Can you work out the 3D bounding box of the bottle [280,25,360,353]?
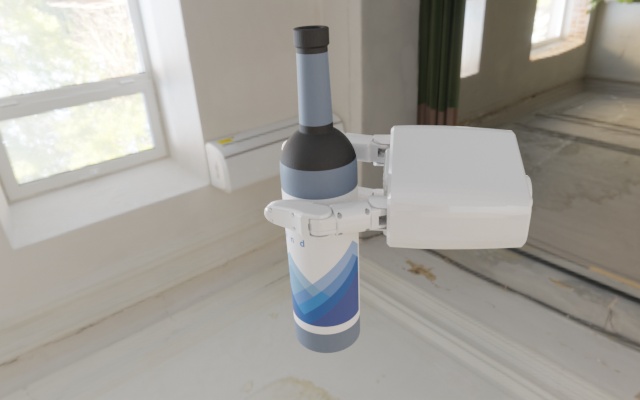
[{"bbox_3d":[0.000,0.002,0.425,0.069,0.296,0.069,-3,26,1],"label":"bottle"}]
